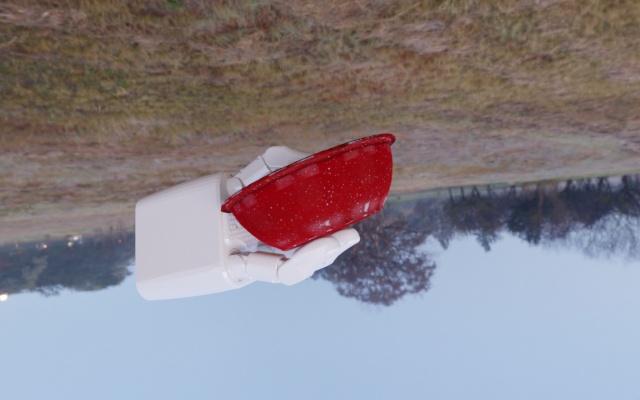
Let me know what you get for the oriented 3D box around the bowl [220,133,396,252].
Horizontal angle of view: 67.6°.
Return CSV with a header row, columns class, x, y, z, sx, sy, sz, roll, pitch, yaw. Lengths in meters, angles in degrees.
class,x,y,z,sx,sy,sz,roll,pitch,yaw
bowl,0.001,0.001,0.410,0.162,0.055,0.162,-23,-5,-2
